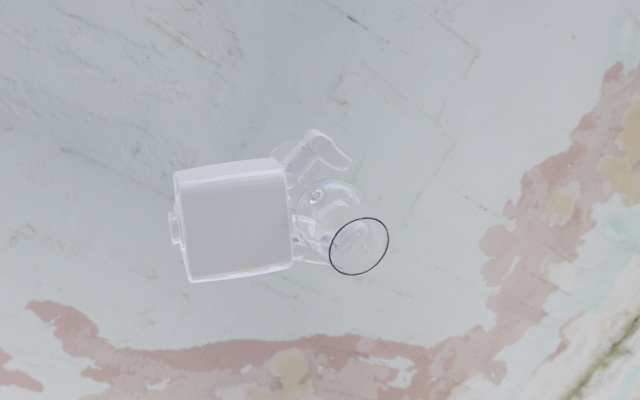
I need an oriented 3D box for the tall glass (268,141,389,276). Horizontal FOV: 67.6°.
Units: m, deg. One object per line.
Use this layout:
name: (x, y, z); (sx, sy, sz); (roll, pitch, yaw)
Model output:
tall glass: (0.000, 0.001, 0.518); (0.079, 0.079, 0.201); (0, 24, -24)
